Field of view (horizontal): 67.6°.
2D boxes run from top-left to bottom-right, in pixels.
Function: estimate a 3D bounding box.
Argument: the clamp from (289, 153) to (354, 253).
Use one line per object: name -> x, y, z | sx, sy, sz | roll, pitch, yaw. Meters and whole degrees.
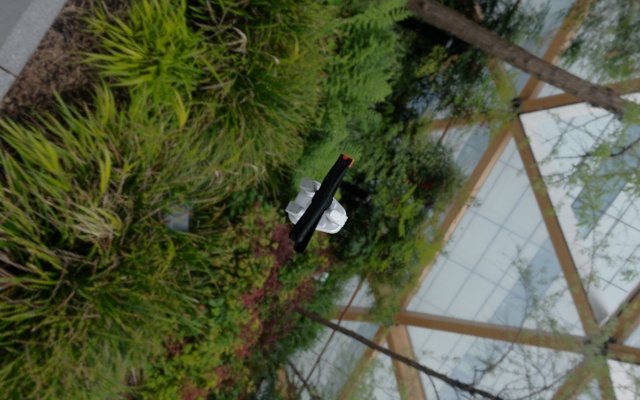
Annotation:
clamp -> 0.001, 0.003, 0.890 | 0.036, 0.210, 0.164 | 29, -5, 6
